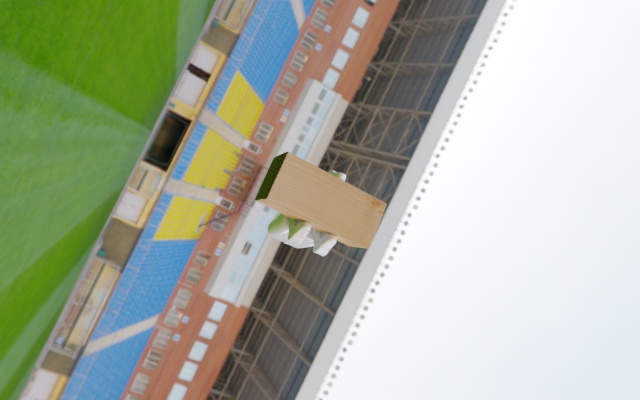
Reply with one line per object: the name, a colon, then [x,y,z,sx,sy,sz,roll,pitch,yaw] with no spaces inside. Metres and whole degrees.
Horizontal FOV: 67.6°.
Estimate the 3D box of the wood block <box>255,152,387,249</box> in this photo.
wood block: [0.000,0.003,0.859,0.206,0.091,0.090,27,-12,-19]
